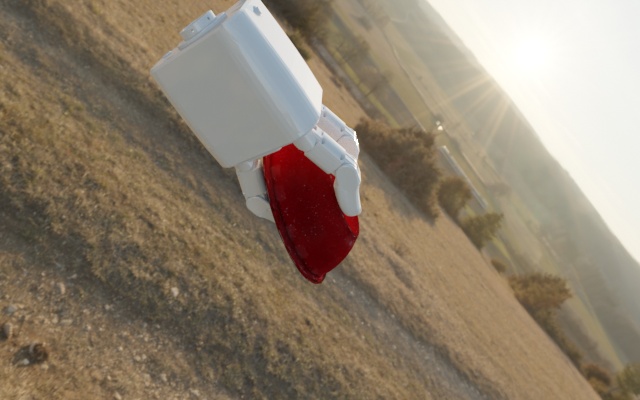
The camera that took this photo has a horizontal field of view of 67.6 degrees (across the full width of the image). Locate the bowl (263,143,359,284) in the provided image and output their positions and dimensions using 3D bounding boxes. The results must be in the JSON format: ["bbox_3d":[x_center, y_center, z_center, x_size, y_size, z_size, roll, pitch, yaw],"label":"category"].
[{"bbox_3d":[0.001,0.002,0.498,0.055,0.162,0.162,-17,-4,13],"label":"bowl"}]
